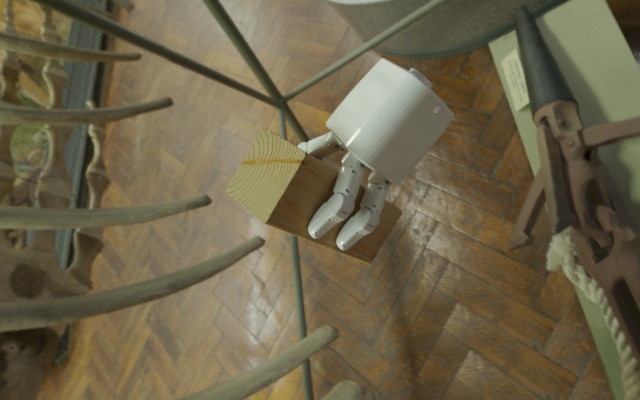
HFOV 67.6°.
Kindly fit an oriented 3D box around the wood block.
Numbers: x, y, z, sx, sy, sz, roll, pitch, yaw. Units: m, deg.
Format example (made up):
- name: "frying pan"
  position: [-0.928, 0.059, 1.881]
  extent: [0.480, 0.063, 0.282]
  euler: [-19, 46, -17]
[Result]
- name: "wood block"
  position: [0.000, 0.001, 0.599]
  extent: [0.206, 0.090, 0.090]
  euler: [27, 5, -47]
